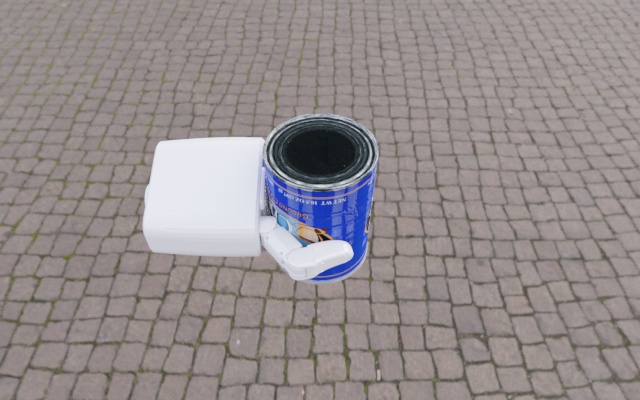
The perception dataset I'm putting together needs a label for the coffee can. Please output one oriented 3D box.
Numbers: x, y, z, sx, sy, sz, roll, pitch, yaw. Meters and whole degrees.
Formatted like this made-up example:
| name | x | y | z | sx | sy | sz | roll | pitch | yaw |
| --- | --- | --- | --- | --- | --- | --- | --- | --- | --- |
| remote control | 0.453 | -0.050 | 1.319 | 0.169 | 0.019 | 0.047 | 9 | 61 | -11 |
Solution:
| name | x | y | z | sx | sy | sz | roll | pitch | yaw |
| --- | --- | --- | --- | --- | --- | --- | --- | --- | --- |
| coffee can | 0.000 | 0.002 | 0.471 | 0.103 | 0.102 | 0.140 | 0 | -43 | 0 |
